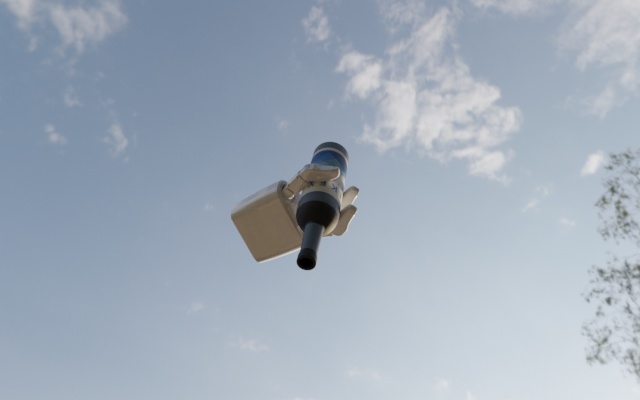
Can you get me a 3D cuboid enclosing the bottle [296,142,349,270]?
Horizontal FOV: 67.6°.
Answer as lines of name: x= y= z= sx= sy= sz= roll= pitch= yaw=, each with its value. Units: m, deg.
bottle: x=0.000 y=0.002 z=0.765 sx=0.069 sy=0.069 sz=0.295 roll=0 pitch=34 yaw=9
